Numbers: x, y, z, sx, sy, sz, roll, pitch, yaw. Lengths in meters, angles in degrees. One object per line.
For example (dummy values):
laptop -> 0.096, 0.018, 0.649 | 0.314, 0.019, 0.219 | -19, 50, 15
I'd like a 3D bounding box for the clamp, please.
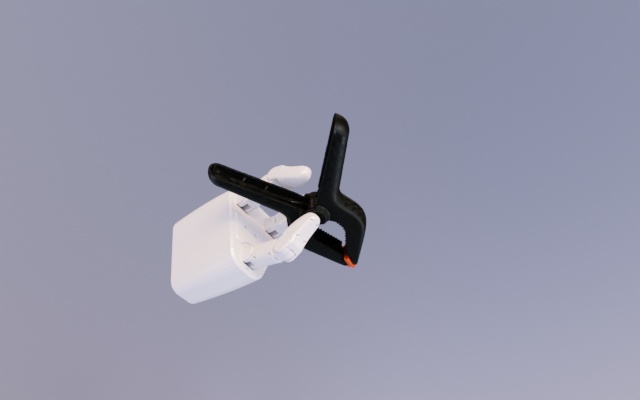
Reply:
clamp -> 0.000, 0.003, 0.539 | 0.164, 0.036, 0.210 | -24, -53, 26
